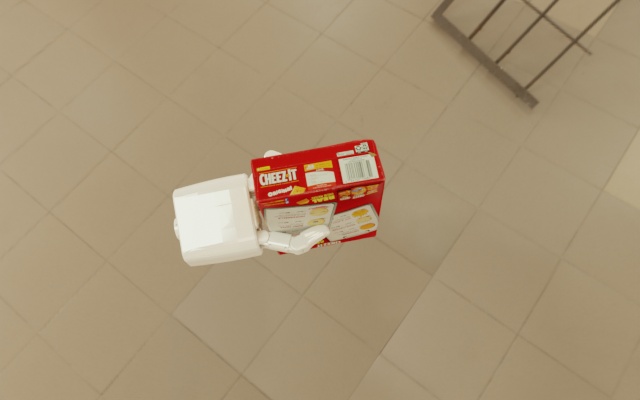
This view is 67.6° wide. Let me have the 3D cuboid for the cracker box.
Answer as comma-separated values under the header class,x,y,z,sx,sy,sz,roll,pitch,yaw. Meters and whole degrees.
class,x,y,z,sx,sy,sz,roll,pitch,yaw
cracker box,0.000,0.002,0.690,0.164,0.072,0.214,-10,-24,-1
